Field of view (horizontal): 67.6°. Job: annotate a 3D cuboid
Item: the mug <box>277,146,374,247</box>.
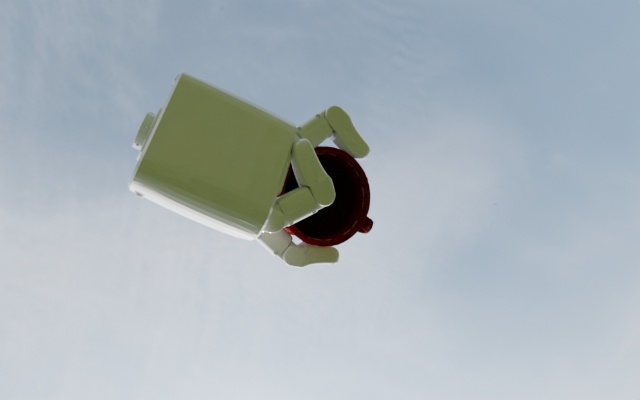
[{"bbox_3d":[0.001,0.002,0.480,0.117,0.093,0.081,27,-10,-20],"label":"mug"}]
